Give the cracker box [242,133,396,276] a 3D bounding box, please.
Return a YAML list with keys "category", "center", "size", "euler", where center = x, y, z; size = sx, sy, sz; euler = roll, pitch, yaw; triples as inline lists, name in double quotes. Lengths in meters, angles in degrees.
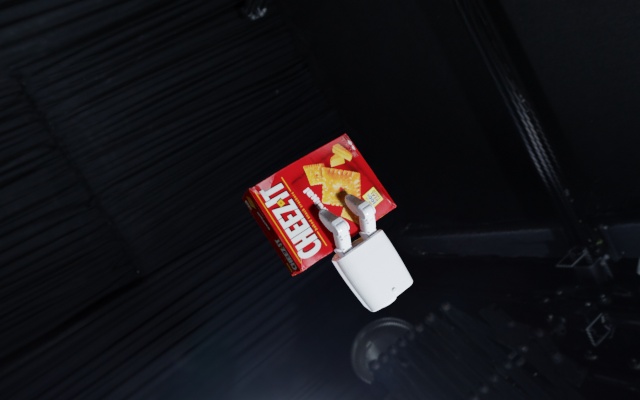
- category: "cracker box"
  center: [0.000, 0.003, 0.832]
  size: [0.213, 0.164, 0.072]
  euler: [-32, -4, -23]
